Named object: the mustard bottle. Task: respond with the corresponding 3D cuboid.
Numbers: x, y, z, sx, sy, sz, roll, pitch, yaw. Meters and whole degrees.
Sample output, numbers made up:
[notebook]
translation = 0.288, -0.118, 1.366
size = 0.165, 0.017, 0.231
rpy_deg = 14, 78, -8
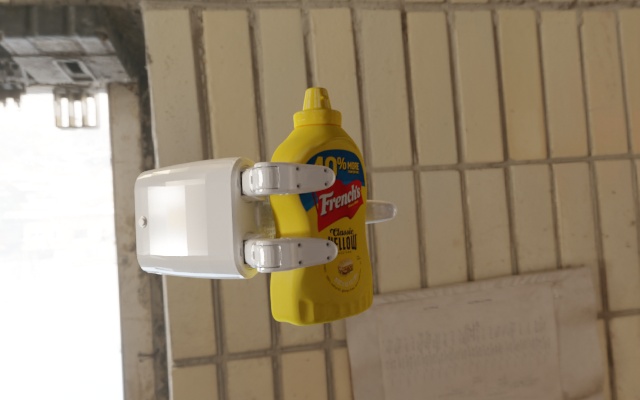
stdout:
[mustard bottle]
translation = 0.000, 0.002, 0.405
size = 0.096, 0.191, 0.058
rpy_deg = -2, -1, -43
